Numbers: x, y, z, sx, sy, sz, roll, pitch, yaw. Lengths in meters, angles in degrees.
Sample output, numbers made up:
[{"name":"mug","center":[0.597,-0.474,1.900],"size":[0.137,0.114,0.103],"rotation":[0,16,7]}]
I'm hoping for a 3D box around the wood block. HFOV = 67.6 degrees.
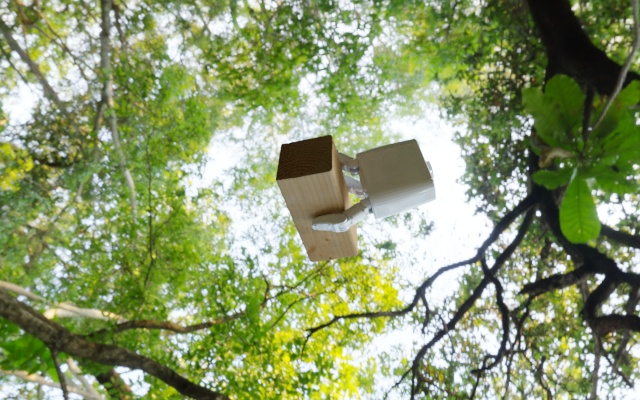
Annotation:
[{"name":"wood block","center":[0.001,0.003,0.809],"size":[0.090,0.090,0.206],"rotation":[-9,-46,11]}]
